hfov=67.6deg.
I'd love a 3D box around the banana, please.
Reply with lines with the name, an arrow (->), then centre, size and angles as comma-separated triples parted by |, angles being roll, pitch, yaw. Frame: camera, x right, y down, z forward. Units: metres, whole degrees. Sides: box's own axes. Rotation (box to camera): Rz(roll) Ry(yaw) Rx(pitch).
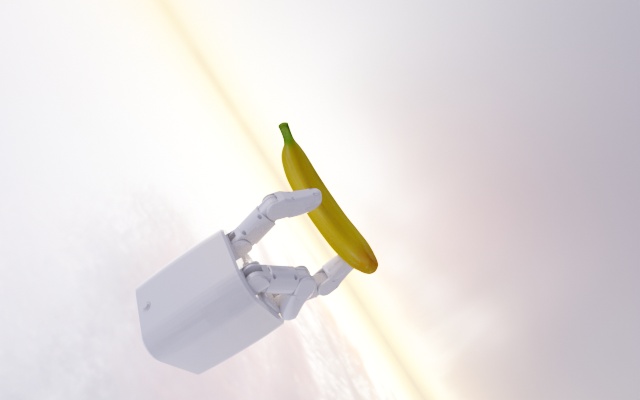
banana -> 0.002, 0.006, 0.517 | 0.037, 0.197, 0.070 | -32, -24, -3
